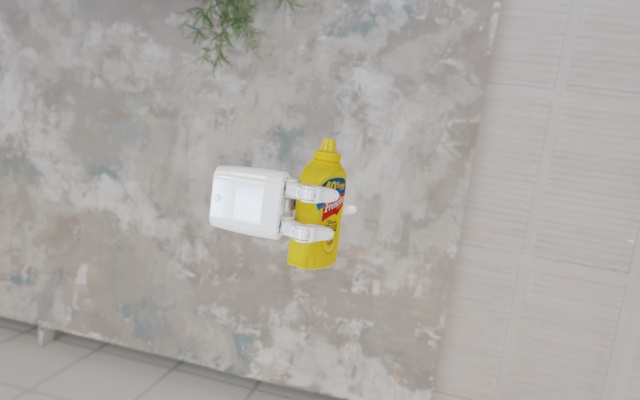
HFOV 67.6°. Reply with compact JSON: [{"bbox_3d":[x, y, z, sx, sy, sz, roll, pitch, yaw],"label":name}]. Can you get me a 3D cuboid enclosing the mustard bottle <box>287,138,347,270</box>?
[{"bbox_3d":[0.000,0.003,0.716,0.058,0.191,0.096,12,9,33],"label":"mustard bottle"}]
